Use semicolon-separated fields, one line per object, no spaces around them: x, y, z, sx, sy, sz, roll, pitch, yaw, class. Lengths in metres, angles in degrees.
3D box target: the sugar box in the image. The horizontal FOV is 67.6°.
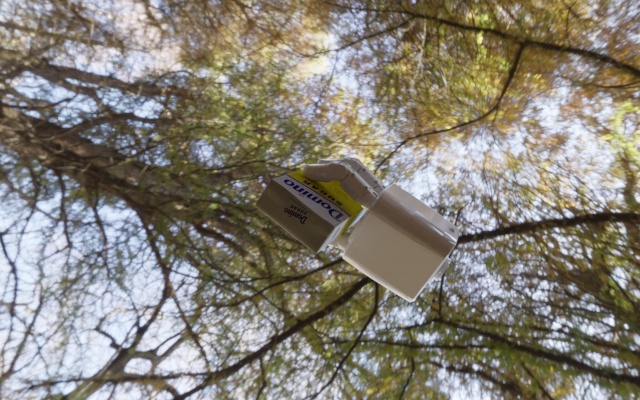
0.001;0.002;0.606;0.093;0.048;0.176;37;18;9;sugar box
